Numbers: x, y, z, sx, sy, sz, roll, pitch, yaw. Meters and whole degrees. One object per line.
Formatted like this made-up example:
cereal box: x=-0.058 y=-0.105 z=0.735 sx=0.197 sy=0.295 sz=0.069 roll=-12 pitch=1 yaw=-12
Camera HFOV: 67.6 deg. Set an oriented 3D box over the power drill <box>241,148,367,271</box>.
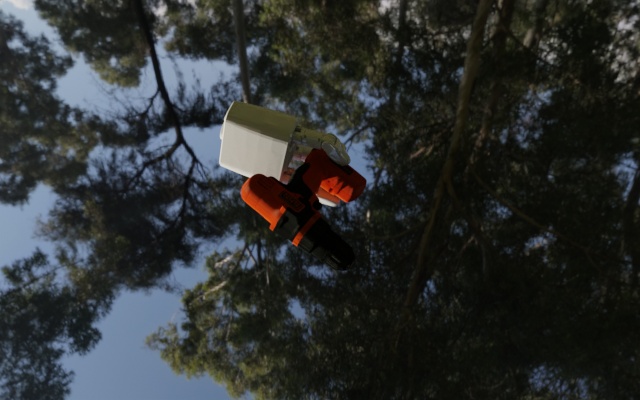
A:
power drill: x=0.000 y=0.002 z=0.705 sx=0.184 sy=0.057 sz=0.187 roll=39 pitch=35 yaw=5
